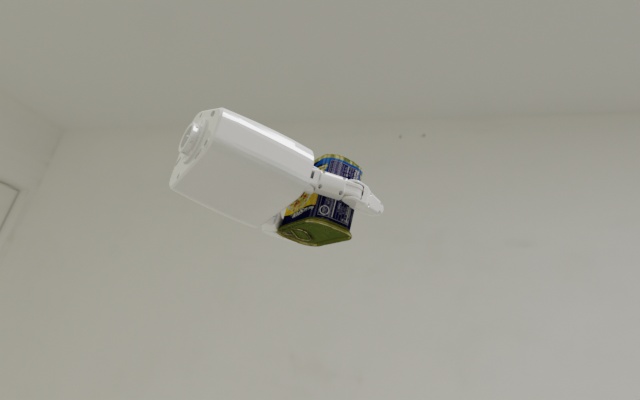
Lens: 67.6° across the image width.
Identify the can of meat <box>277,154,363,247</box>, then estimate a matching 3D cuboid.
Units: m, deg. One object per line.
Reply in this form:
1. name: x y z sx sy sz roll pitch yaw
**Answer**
1. can of meat: 0.000 0.002 0.552 0.057 0.084 0.102 23 -22 -25
